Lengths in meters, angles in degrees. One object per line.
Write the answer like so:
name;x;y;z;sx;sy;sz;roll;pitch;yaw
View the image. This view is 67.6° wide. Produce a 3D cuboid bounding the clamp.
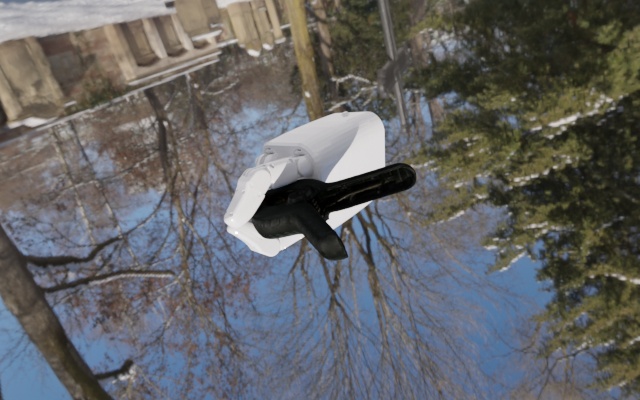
clamp;0.000;0.002;0.432;0.120;0.039;0.171;-31;25;-32
